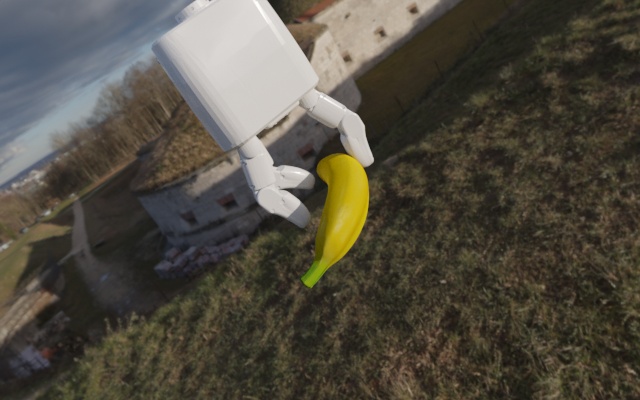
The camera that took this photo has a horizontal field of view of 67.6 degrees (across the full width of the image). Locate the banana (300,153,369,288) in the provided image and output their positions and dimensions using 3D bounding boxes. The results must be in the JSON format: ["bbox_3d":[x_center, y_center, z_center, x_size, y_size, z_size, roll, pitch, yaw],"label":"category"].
[{"bbox_3d":[0.015,-0.006,0.446,0.069,0.037,0.197,-31,23,22],"label":"banana"}]
